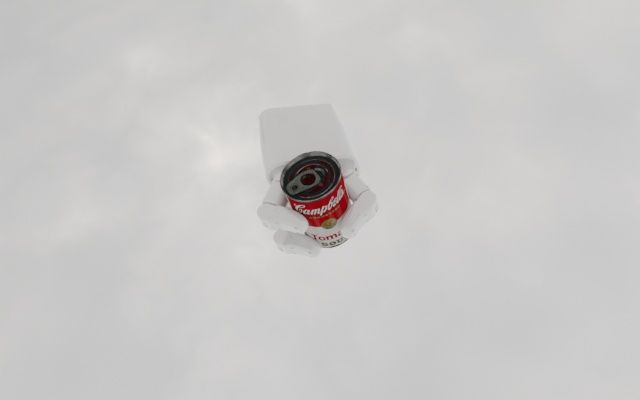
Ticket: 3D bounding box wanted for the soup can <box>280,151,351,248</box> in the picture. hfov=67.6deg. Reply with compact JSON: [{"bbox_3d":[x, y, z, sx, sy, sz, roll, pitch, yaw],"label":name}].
[{"bbox_3d":[0.000,0.002,0.549,0.068,0.068,0.102,0,-35,16],"label":"soup can"}]
